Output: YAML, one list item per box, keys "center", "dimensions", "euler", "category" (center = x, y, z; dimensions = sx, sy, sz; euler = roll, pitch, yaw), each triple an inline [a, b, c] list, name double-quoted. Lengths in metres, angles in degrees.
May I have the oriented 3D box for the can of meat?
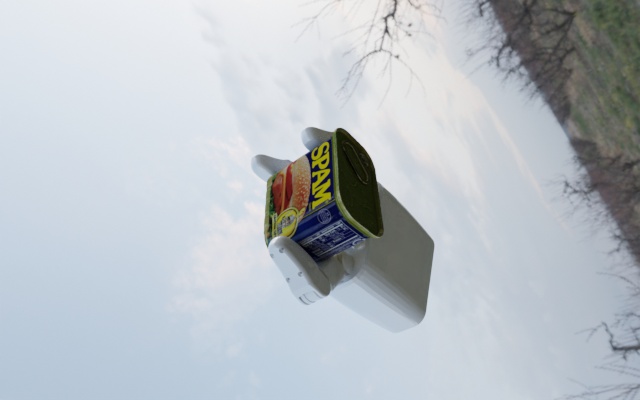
- center: [0.000, 0.002, 0.405]
  dimensions: [0.084, 0.102, 0.057]
  euler: [-30, -50, 28]
  category: "can of meat"
